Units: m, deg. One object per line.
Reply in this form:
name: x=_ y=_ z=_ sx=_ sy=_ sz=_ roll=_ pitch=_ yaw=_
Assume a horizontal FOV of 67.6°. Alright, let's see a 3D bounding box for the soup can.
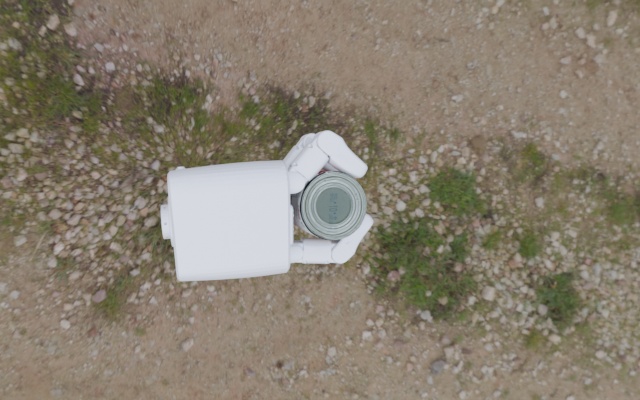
soup can: x=0.001 y=0.002 z=0.496 sx=0.068 sy=0.068 sz=0.102 roll=0 pitch=4 yaw=-15
